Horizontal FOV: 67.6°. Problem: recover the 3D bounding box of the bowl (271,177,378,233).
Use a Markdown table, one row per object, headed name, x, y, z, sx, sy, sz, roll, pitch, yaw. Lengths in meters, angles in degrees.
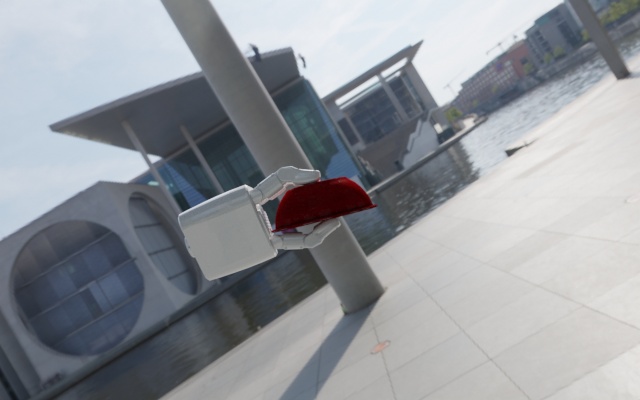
| name | x | y | z | sx | sy | sz | roll | pitch | yaw |
| --- | --- | --- | --- | --- | --- | --- | --- | --- | --- |
| bowl | 0.001 | 0.002 | 0.703 | 0.162 | 0.055 | 0.162 | -14 | -2 | 0 |
